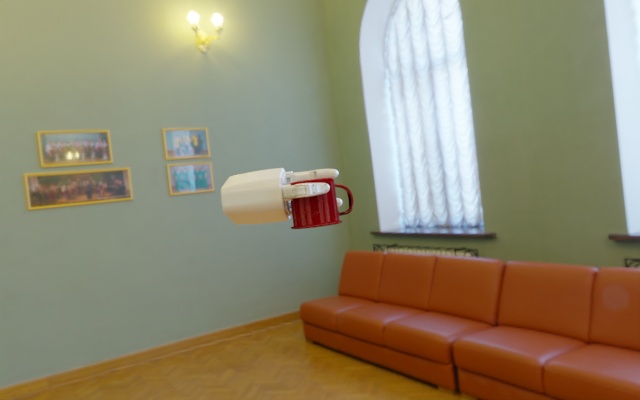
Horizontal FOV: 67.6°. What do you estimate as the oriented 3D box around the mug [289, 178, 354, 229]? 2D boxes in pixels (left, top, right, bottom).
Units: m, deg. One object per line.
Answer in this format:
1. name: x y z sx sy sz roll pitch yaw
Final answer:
1. mug: 0.002 0.002 0.848 0.117 0.081 0.093 -7 1 1
